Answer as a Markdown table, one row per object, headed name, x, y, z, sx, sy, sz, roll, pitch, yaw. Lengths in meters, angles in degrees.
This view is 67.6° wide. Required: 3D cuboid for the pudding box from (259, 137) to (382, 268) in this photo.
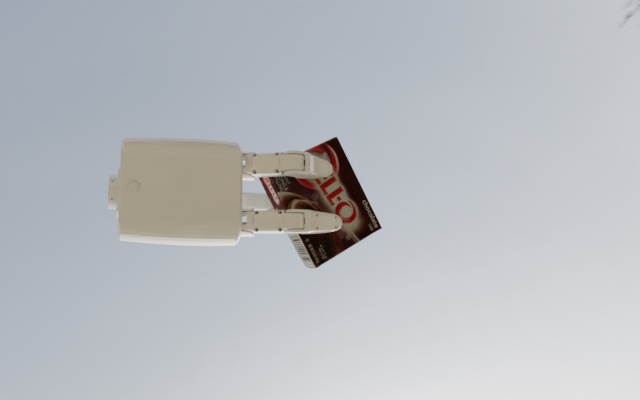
| name | x | y | z | sx | sy | sz | roll | pitch | yaw |
| --- | --- | --- | --- | --- | --- | --- | --- | --- | --- |
| pudding box | 0.000 | 0.002 | 0.504 | 0.090 | 0.113 | 0.039 | -28 | 6 | -24 |
